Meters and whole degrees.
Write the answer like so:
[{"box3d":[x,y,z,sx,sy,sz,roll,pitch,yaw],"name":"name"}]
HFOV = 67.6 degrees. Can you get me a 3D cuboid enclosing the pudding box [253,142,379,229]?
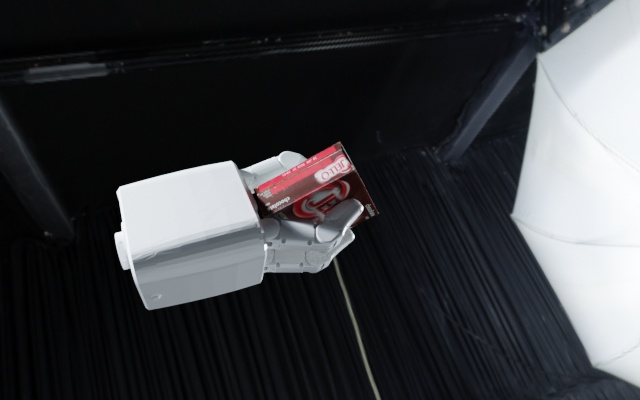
[{"box3d":[0.000,0.001,0.458,0.090,0.039,0.113,-27,-25,6],"name":"pudding box"}]
